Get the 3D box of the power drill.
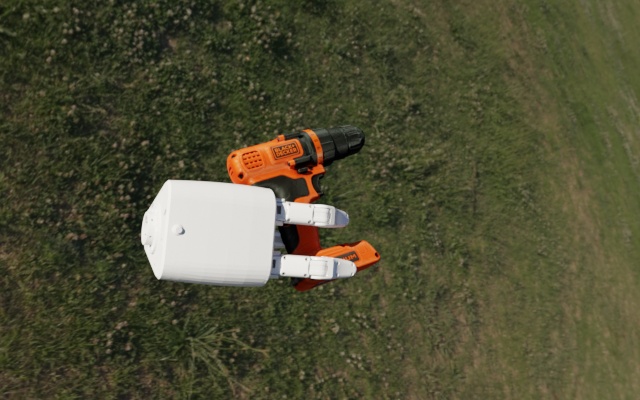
[{"bbox_3d":[0.000,0.002,0.580,0.184,0.187,0.057,-18,-15,-21],"label":"power drill"}]
